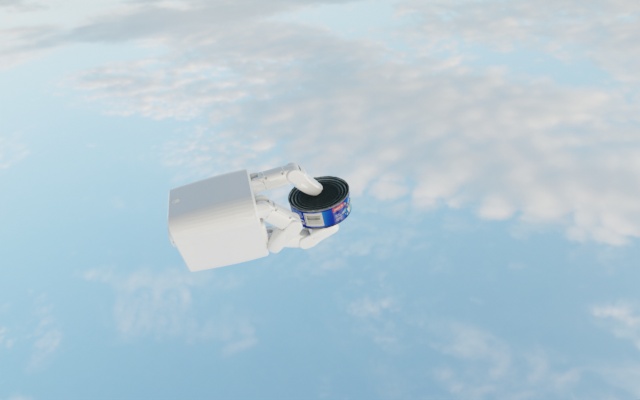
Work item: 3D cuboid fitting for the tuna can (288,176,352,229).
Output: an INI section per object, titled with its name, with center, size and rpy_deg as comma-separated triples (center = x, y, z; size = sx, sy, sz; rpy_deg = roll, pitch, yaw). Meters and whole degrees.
[tuna can]
center = 0.000, 0.003, 0.663
size = 0.086, 0.034, 0.086
rpy_deg = -9, 33, 6
